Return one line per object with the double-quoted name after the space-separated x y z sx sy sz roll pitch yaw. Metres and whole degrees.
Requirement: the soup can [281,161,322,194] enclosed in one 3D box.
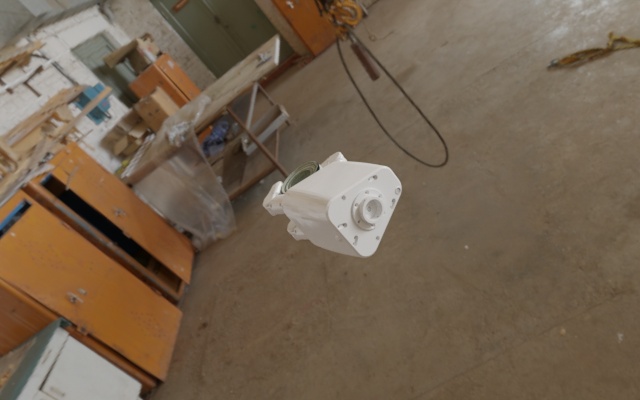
0.000 0.002 0.686 0.102 0.068 0.068 49 -26 -26 "soup can"
